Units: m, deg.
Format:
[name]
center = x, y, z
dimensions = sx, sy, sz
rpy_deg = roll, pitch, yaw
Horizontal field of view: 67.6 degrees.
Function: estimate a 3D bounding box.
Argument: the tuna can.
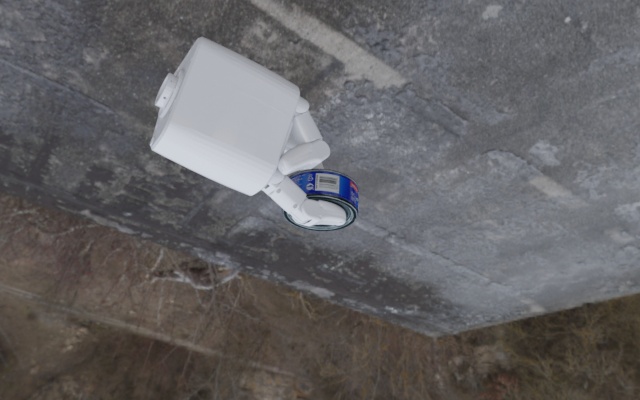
[tuna can]
center = 0.000, 0.002, 0.530
dimensions = 0.086, 0.033, 0.086
rpy_deg = 2, -30, 1
